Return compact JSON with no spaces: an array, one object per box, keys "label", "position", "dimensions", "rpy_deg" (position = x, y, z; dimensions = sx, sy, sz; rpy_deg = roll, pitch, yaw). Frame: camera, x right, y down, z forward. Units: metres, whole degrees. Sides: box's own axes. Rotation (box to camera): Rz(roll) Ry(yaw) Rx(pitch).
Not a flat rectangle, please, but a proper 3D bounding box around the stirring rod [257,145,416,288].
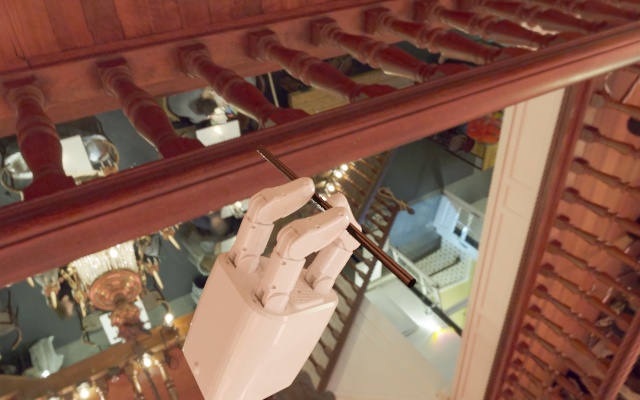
[{"label":"stirring rod","position":[0.000,0.001,0.416],"dimensions":[0.011,0.011,0.239],"rpy_deg":[0,28,-37]}]
